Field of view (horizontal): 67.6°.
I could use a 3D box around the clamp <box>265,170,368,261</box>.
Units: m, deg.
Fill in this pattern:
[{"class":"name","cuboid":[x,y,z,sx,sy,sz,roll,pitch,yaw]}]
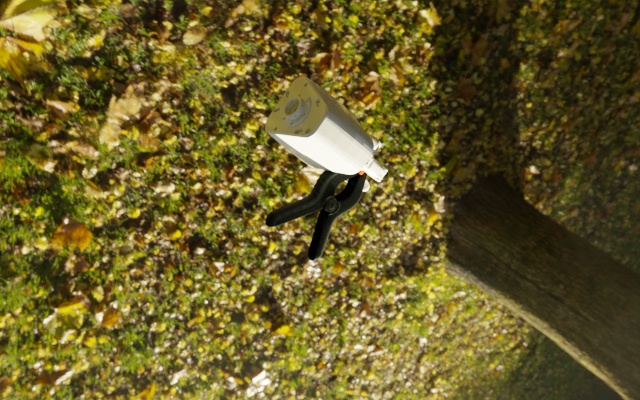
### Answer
[{"class":"clamp","cuboid":[0.001,0.003,0.707,0.120,0.171,0.039,31,5,-44]}]
